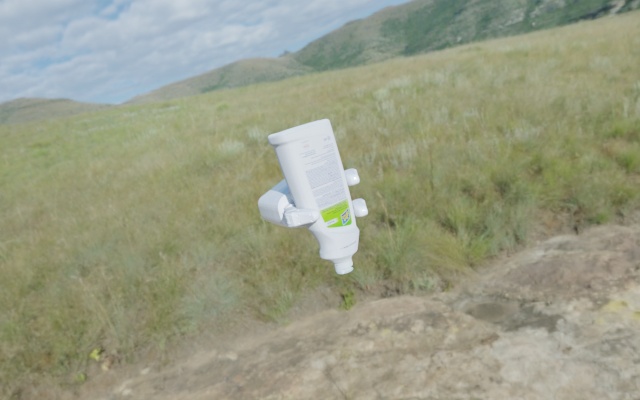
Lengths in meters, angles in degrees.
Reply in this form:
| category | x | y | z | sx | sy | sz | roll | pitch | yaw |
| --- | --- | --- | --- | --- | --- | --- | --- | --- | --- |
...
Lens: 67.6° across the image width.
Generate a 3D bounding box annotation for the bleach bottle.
| category | x | y | z | sx | sy | sz | roll | pitch | yaw |
| --- | --- | --- | --- | --- | --- | --- | --- | --- | --- |
| bleach bottle | 0.000 | 0.002 | 0.772 | 0.102 | 0.251 | 0.068 | -22 | 13 | -26 |
